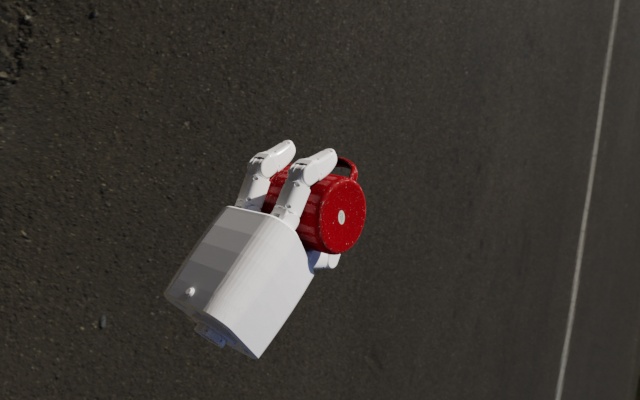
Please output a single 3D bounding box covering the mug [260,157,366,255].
[{"bbox_3d":[0.001,0.001,0.514,0.081,0.117,0.093,11,-32,40],"label":"mug"}]
